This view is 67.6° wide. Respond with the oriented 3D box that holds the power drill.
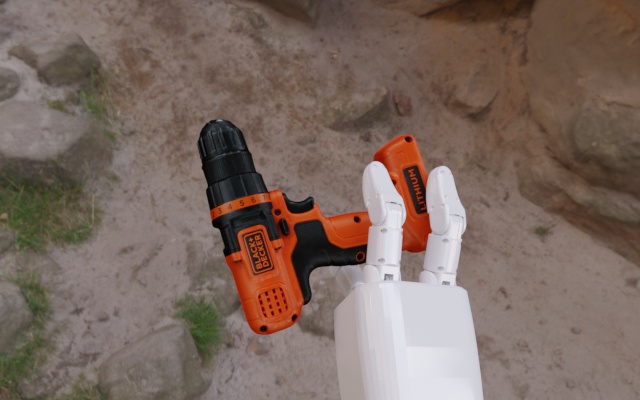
[{"bbox_3d":[0.001,0.001,0.417,0.187,0.184,0.057,-16,-4,-13],"label":"power drill"}]
